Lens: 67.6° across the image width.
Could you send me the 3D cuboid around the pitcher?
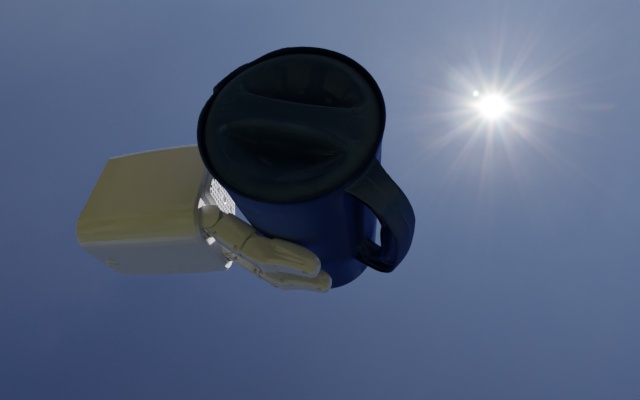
[{"bbox_3d":[0.000,0.001,0.426,0.145,0.149,0.243,-6,-28,5],"label":"pitcher"}]
